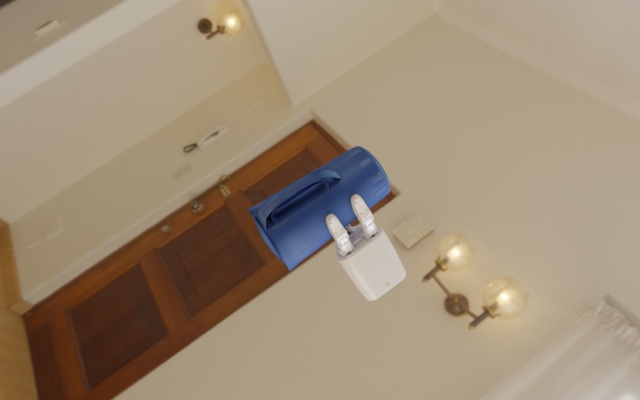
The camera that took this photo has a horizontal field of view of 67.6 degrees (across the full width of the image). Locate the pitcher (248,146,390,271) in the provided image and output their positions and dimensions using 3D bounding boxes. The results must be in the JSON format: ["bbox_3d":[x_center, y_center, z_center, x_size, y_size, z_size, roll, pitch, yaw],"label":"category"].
[{"bbox_3d":[0.000,0.003,0.856,0.243,0.145,0.149,-34,17,-8],"label":"pitcher"}]
